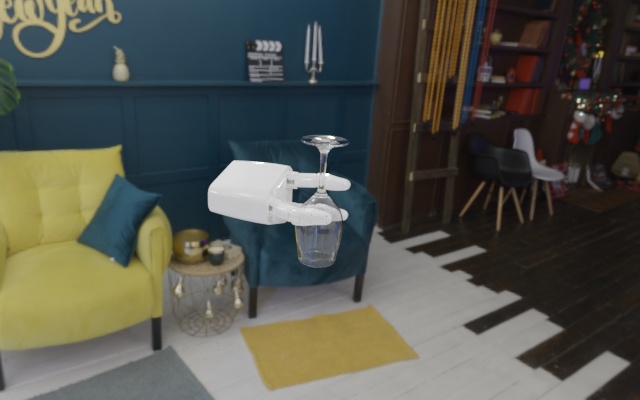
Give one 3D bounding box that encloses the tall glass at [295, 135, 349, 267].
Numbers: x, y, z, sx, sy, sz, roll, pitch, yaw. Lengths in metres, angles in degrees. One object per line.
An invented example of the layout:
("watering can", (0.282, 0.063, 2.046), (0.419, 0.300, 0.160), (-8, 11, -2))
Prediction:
("tall glass", (0.000, 0.002, 0.755), (0.079, 0.201, 0.079), (3, 19, -1))
